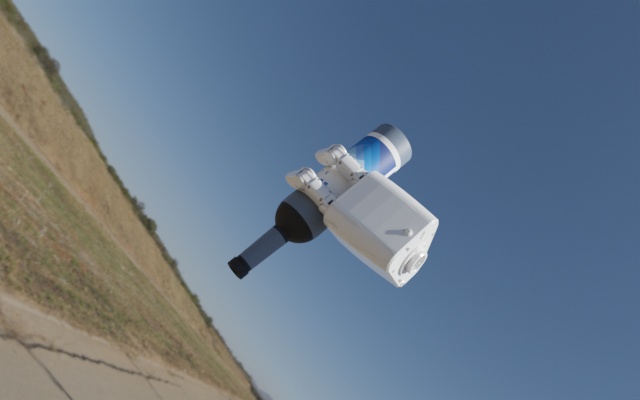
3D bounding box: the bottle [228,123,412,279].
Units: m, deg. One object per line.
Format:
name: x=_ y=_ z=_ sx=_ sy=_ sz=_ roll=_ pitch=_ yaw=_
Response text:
bottle: x=0.000 y=0.002 z=0.645 sx=0.295 sy=0.069 sz=0.069 roll=-39 pitch=15 yaw=-20
